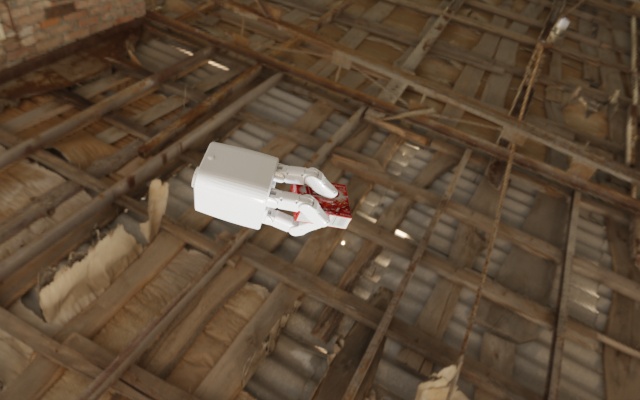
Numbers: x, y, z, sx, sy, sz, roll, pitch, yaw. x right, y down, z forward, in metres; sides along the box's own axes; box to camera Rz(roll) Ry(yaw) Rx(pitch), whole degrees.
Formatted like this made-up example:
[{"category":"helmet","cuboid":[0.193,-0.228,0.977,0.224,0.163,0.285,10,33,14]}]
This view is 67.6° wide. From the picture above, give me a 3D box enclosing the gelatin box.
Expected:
[{"category":"gelatin box","cuboid":[0.000,0.003,0.749,0.089,0.073,0.030,10,-46,-19]}]
